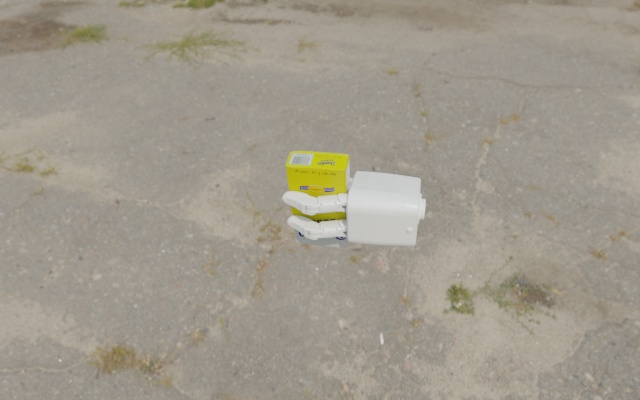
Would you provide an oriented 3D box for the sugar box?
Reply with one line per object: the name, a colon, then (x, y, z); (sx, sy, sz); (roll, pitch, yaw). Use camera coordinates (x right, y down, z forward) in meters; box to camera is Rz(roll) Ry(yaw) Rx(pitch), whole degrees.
sugar box: (0.000, 0.003, 0.769); (0.093, 0.176, 0.048); (5, 43, 11)
